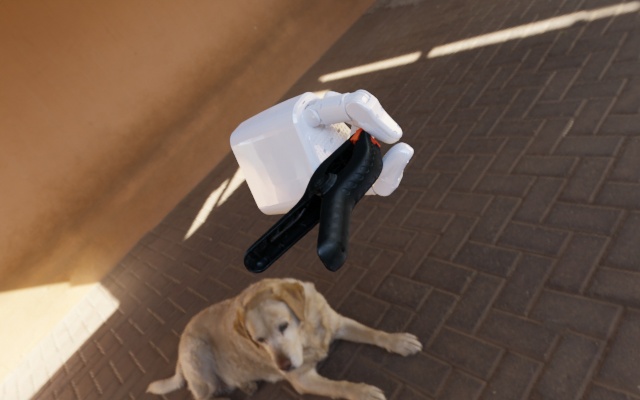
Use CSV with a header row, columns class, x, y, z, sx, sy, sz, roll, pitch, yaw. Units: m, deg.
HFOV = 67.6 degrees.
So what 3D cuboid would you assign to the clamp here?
class,x,y,z,sx,sy,sz,roll,pitch,yaw
clamp,0.000,0.001,0.431,0.120,0.039,0.171,-11,34,39
